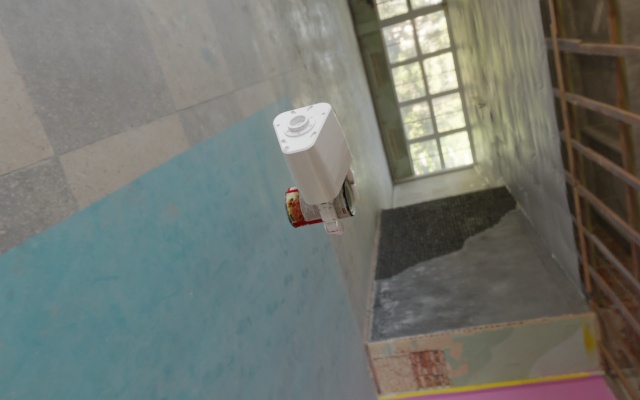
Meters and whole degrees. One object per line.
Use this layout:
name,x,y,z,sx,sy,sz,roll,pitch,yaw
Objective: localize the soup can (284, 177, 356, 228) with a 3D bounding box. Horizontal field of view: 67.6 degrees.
soup can,0.001,0.003,0.784,0.102,0.068,0.068,-12,-3,15
